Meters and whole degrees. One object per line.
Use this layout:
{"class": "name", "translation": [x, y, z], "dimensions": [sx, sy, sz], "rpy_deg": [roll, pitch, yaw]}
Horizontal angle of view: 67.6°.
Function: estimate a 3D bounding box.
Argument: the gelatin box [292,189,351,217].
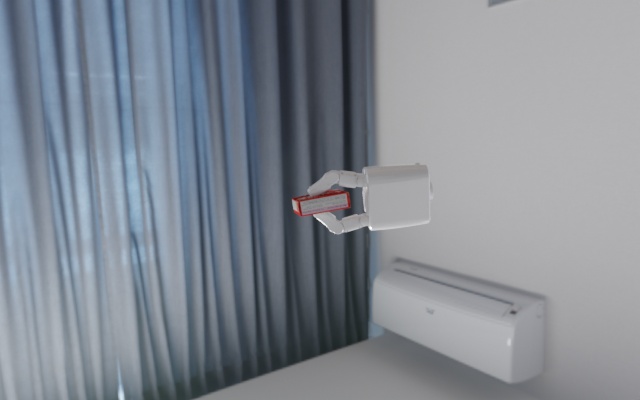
{"class": "gelatin box", "translation": [0.000, 0.003, 0.828], "dimensions": [0.089, 0.030, 0.073], "rpy_deg": [-11, 7, -11]}
